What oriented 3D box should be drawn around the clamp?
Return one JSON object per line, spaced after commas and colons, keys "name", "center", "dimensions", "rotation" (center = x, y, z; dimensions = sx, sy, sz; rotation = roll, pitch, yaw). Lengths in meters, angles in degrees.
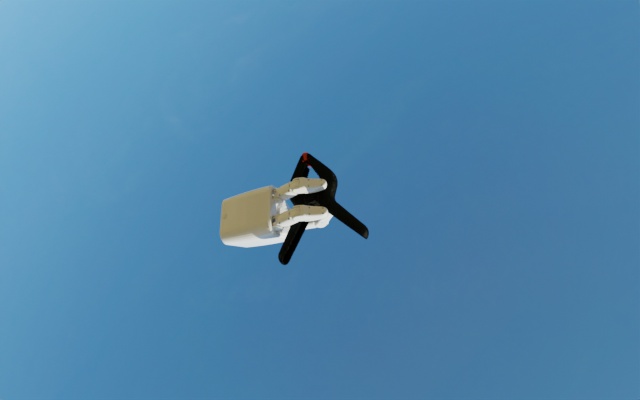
{"name": "clamp", "center": [0.000, 0.003, 0.850], "dimensions": [0.164, 0.209, 0.036], "rotation": [-13, -30, 18]}
